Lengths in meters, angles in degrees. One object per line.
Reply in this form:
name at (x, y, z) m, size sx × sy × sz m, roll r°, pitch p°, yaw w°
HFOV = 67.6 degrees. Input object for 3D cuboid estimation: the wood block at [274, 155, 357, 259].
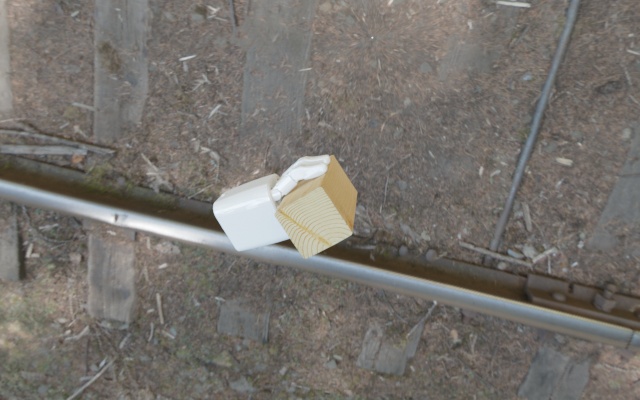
wood block at (0.000, 0.003, 0.814) m, size 0.090 × 0.091 × 0.206 m, roll -30°, pitch 13°, yaw 15°
